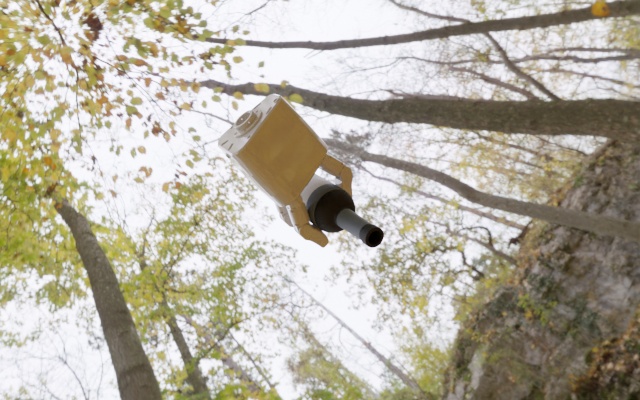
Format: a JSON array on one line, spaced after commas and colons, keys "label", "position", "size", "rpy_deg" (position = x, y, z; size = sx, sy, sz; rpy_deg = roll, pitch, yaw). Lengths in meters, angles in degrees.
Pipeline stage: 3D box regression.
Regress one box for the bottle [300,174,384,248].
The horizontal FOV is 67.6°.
[{"label": "bottle", "position": [0.000, 0.002, 0.711], "size": [0.069, 0.069, 0.295], "rpy_deg": [0, 17, -29]}]
